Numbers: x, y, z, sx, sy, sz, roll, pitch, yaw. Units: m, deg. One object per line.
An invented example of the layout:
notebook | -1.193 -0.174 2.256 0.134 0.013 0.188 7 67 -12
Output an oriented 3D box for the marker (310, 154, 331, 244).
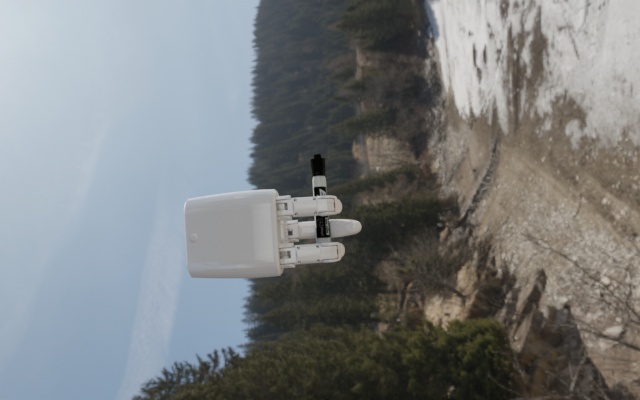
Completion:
marker | 0.000 0.002 0.599 0.020 0.121 0.020 -4 -4 0
